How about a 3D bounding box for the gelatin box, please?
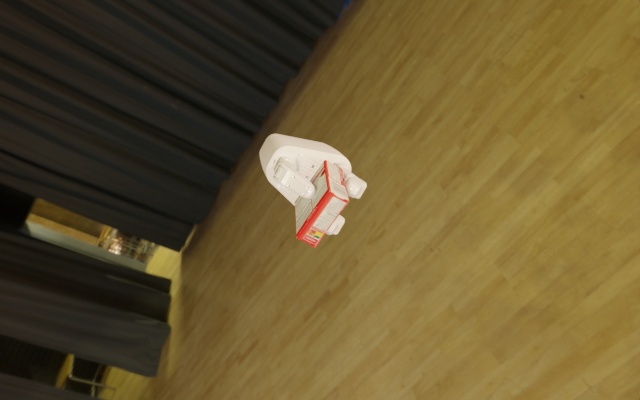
[{"bbox_3d":[0.000,0.002,0.576,0.030,0.073,0.089,28,23,-17],"label":"gelatin box"}]
